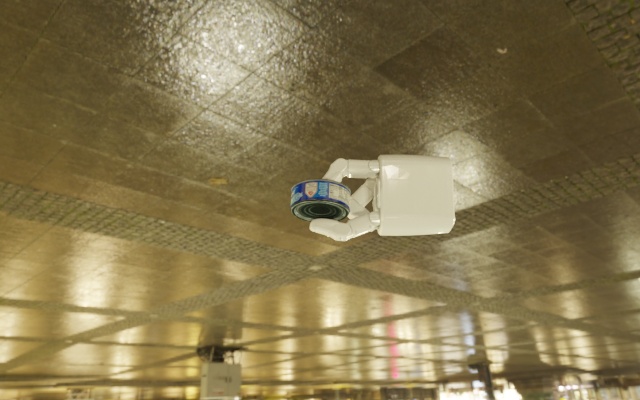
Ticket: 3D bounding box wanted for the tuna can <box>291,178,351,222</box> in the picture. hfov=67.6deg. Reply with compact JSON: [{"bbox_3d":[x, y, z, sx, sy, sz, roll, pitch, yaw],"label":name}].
[{"bbox_3d":[0.000,0.003,0.680,0.086,0.033,0.086,3,-24,1],"label":"tuna can"}]
